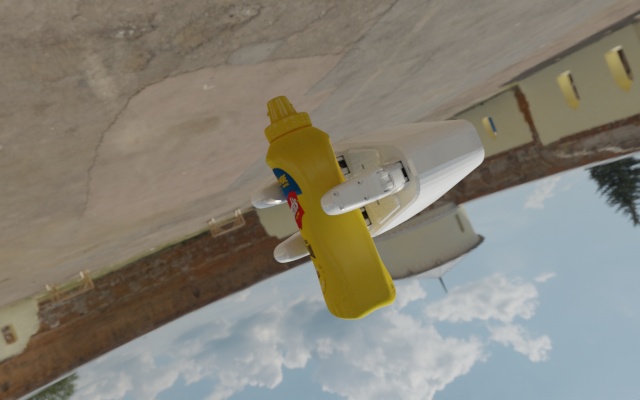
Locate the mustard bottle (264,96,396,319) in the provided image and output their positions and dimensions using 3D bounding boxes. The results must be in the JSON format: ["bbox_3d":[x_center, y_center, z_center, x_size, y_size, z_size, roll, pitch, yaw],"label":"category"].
[{"bbox_3d":[0.000,0.002,0.409,0.058,0.191,0.096,-23,1,-9],"label":"mustard bottle"}]
